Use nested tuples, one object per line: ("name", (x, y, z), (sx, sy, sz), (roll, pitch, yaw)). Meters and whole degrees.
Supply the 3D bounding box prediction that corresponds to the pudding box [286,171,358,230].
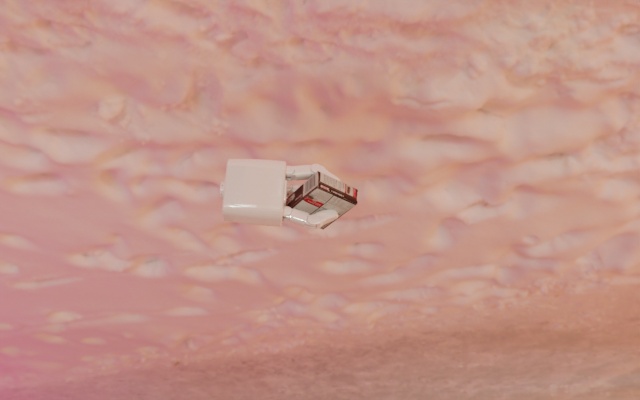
("pudding box", (0.000, 0.003, 0.876), (0.090, 0.039, 0.113), (23, -38, -27))
